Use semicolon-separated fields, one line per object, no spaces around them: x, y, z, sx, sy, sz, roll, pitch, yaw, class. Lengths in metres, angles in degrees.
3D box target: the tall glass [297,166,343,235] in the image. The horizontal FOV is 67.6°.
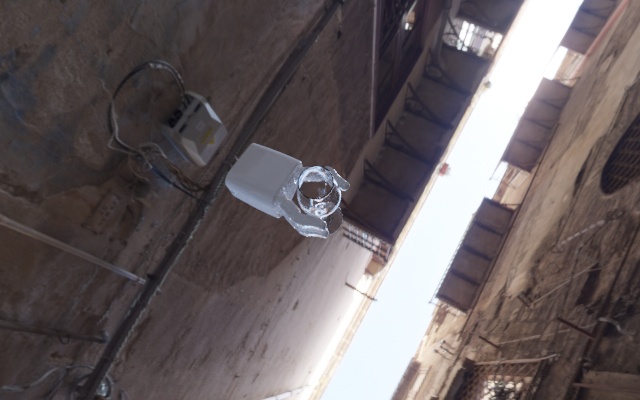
0.000;0.003;0.892;0.079;0.079;0.201;0;-20;5;tall glass
